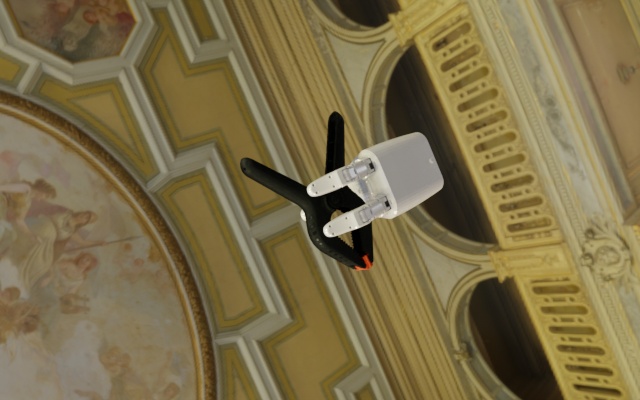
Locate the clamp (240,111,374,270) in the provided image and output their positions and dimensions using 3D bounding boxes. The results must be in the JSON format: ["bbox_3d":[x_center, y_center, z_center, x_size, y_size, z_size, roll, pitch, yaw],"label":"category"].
[{"bbox_3d":[0.000,0.003,0.618,0.164,0.210,0.036,-24,2,-29],"label":"clamp"}]
